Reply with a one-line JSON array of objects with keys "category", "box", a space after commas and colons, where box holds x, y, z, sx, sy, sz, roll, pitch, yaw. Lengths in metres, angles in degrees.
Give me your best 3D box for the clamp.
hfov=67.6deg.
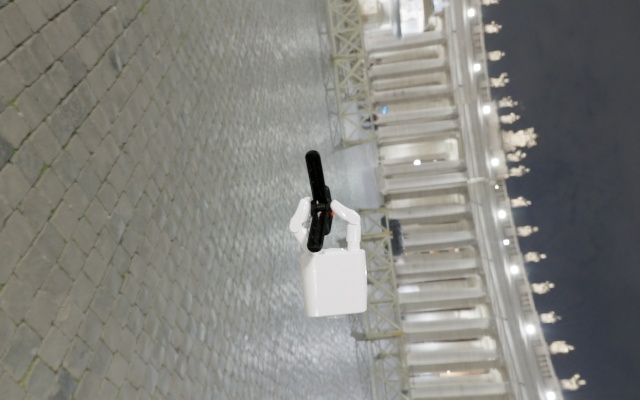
[{"category": "clamp", "box": [0.001, 0.003, 0.845, 0.036, 0.164, 0.210, -1, -2, 7]}]
